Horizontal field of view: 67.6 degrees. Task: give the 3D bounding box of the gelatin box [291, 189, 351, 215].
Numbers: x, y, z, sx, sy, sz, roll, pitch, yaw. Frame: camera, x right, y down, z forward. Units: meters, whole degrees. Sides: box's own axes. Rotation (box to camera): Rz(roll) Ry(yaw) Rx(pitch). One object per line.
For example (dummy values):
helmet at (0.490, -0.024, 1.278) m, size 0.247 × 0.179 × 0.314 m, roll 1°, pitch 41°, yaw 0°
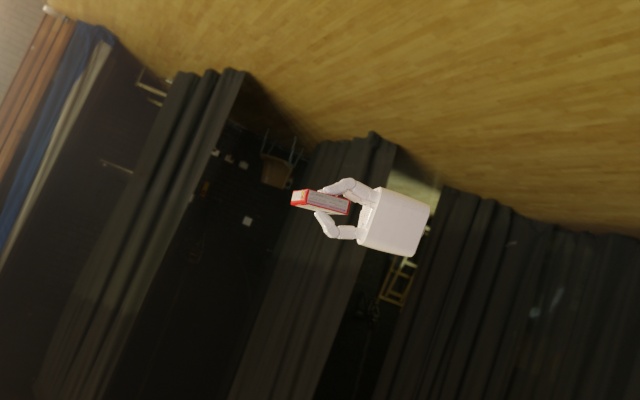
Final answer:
gelatin box at (0.000, 0.003, 0.877) m, size 0.089 × 0.030 × 0.073 m, roll 14°, pitch -7°, yaw -23°
